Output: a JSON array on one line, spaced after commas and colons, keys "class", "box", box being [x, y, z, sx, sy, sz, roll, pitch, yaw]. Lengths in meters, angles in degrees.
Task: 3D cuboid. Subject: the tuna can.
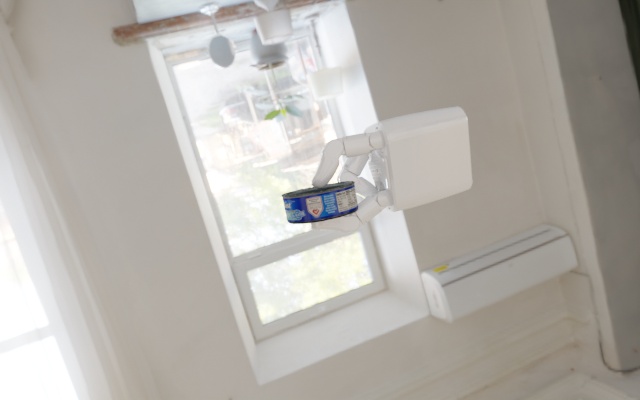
[{"class": "tuna can", "box": [0.000, 0.002, 0.551, 0.086, 0.034, 0.086, -11, 6, 1]}]
